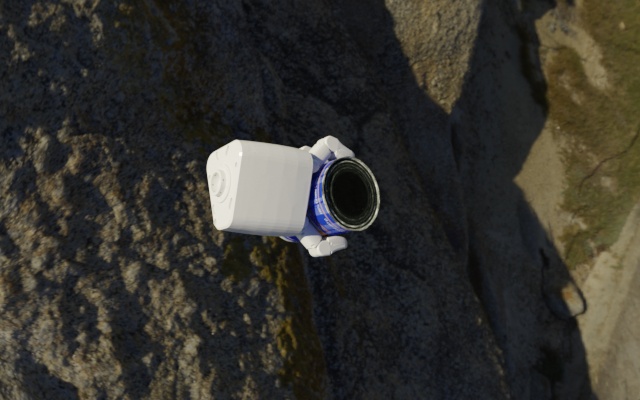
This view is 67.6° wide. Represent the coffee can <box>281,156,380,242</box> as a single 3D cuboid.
[{"bbox_3d":[0.000,0.002,0.689,0.103,0.103,0.140,0,-10,-39],"label":"coffee can"}]
